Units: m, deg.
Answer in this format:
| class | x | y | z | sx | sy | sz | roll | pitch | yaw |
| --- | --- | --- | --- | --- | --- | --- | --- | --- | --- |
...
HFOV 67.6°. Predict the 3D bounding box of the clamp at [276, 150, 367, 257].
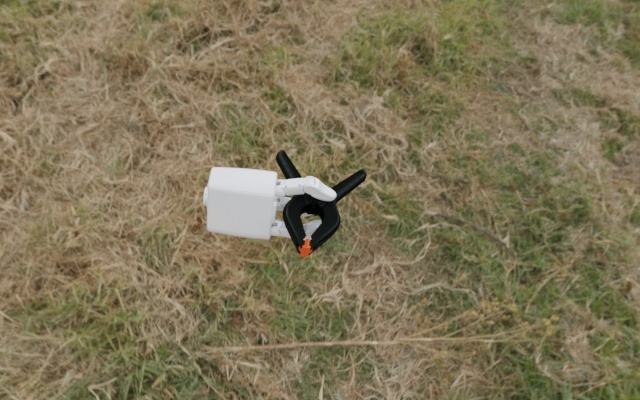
| class | x | y | z | sx | sy | sz | roll | pitch | yaw |
| --- | --- | --- | --- | --- | --- | --- | --- | --- | --- |
| clamp | 0.000 | 0.002 | 0.799 | 0.164 | 0.209 | 0.036 | 7 | -40 | -6 |
